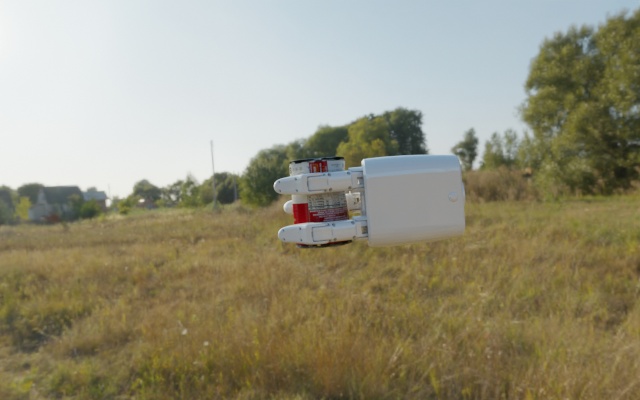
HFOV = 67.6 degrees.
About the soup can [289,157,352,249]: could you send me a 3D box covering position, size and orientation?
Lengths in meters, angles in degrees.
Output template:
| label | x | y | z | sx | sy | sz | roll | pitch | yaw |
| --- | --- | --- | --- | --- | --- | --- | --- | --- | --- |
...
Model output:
| label | x | y | z | sx | sy | sz | roll | pitch | yaw |
| --- | --- | --- | --- | --- | --- | --- | --- | --- | --- |
| soup can | 0.000 | 0.002 | 0.567 | 0.068 | 0.102 | 0.068 | -5 | 2 | 0 |
